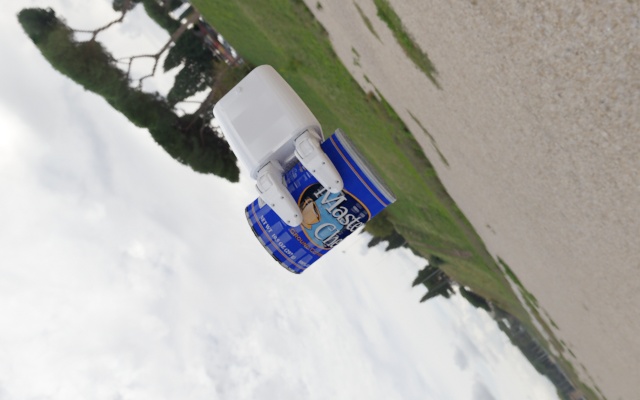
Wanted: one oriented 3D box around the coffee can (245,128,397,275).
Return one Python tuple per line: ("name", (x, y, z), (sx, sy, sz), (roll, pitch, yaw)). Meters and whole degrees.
("coffee can", (0.000, 0.002, 0.543), (0.140, 0.103, 0.103), (-39, -8, 10))
